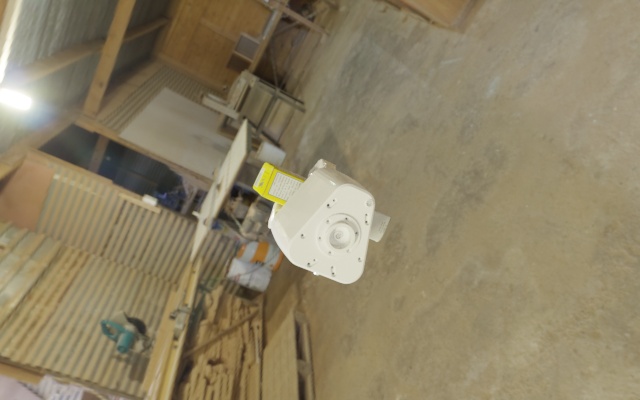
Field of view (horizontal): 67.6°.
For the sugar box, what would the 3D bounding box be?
[{"bbox_3d":[0.000,0.003,0.659,0.176,0.048,0.093,25,2,-17],"label":"sugar box"}]
